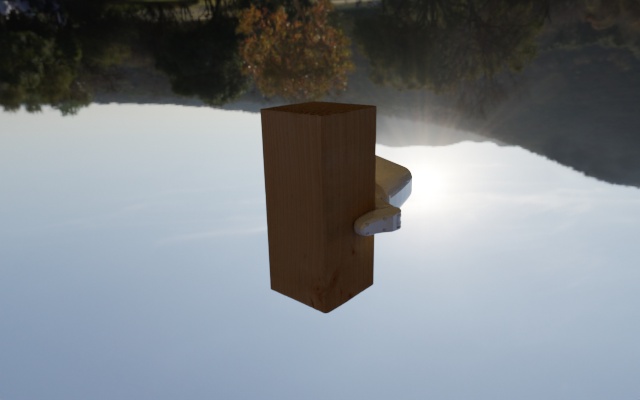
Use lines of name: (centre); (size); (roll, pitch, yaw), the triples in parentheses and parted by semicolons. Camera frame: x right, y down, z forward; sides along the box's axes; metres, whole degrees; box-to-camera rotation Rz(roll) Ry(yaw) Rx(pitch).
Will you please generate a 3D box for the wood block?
wood block: (0.001, 0.002, 0.522); (0.091, 0.206, 0.090); (14, 23, 40)
